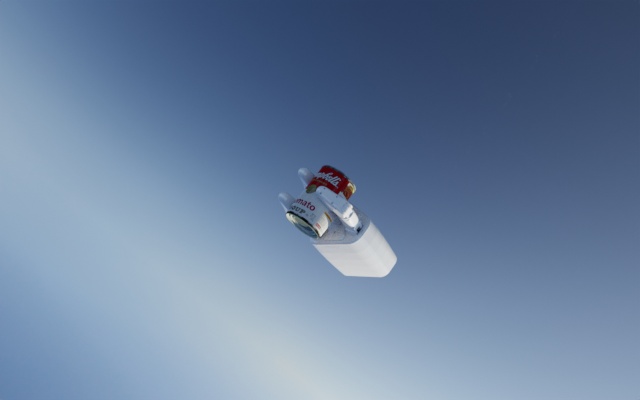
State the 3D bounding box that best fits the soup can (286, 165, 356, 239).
[{"bbox_3d":[0.000,0.002,0.769,0.068,0.102,0.068,34,-18,13],"label":"soup can"}]
